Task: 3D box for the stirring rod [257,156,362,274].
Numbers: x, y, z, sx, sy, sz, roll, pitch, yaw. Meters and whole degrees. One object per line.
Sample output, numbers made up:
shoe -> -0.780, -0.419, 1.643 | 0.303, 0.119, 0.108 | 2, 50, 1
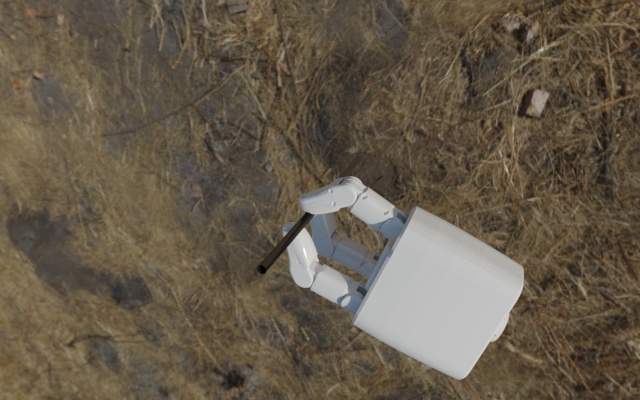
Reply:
stirring rod -> 0.000, 0.001, 0.455 | 0.011, 0.011, 0.239 | 0, 25, 24
